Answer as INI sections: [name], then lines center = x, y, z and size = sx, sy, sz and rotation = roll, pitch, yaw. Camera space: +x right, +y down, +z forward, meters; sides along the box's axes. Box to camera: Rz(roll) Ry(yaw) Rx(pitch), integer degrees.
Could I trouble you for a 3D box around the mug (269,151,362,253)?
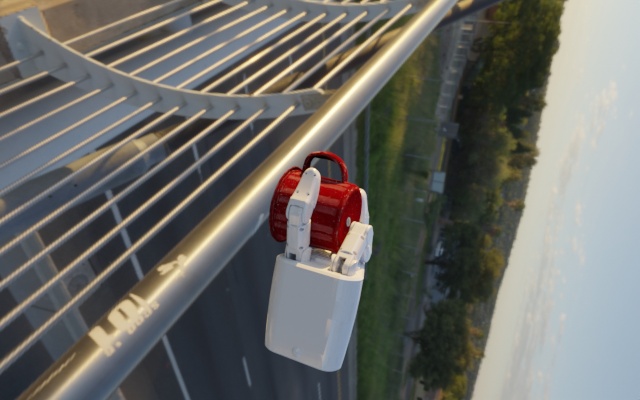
[mug]
center = 0.001, 0.000, 0.554
size = 0.081, 0.117, 0.093
rotation = 14, 8, 21
